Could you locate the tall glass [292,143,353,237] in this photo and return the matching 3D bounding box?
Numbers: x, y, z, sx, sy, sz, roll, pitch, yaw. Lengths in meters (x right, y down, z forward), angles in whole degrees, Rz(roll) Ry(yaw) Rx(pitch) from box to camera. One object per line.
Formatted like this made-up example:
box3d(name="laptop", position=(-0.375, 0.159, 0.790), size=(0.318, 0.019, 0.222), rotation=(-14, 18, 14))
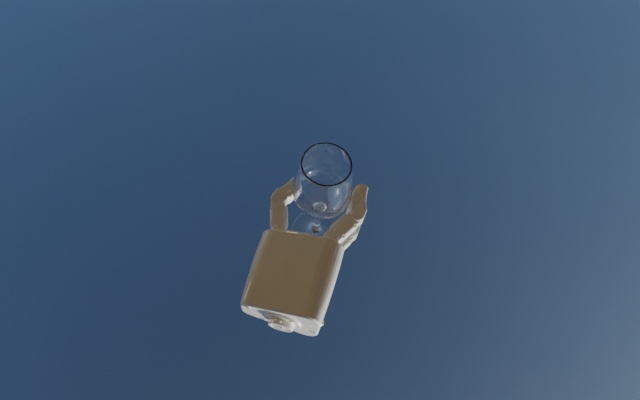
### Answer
box3d(name="tall glass", position=(0.000, 0.002, 0.654), size=(0.079, 0.079, 0.201), rotation=(0, -28, -5))
